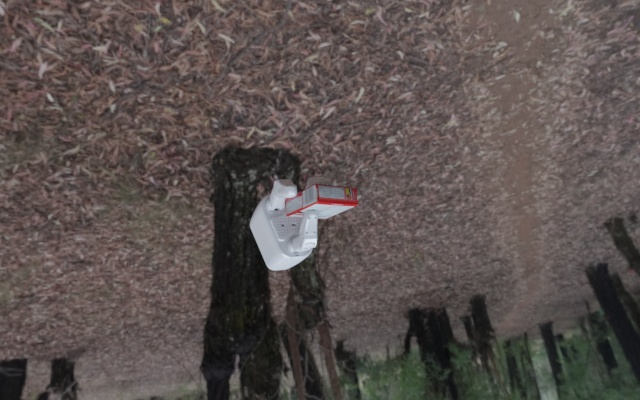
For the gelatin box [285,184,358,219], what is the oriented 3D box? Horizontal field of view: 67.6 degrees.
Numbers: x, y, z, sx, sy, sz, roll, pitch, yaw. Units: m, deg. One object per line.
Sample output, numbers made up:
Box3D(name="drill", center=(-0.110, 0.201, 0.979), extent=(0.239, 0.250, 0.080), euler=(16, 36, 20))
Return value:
Box3D(name="gelatin box", center=(0.000, 0.003, 0.706), extent=(0.073, 0.030, 0.089), euler=(5, -17, -34))
